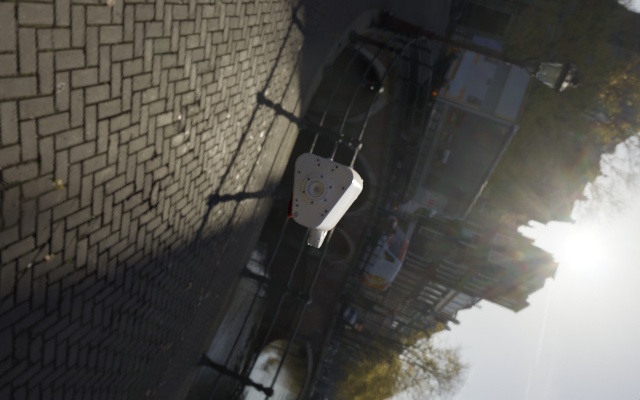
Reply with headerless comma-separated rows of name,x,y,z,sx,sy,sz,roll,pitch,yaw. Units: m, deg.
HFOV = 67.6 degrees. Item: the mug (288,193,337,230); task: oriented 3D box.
mug,0.001,0.003,0.864,0.081,0.093,0.117,22,1,11
